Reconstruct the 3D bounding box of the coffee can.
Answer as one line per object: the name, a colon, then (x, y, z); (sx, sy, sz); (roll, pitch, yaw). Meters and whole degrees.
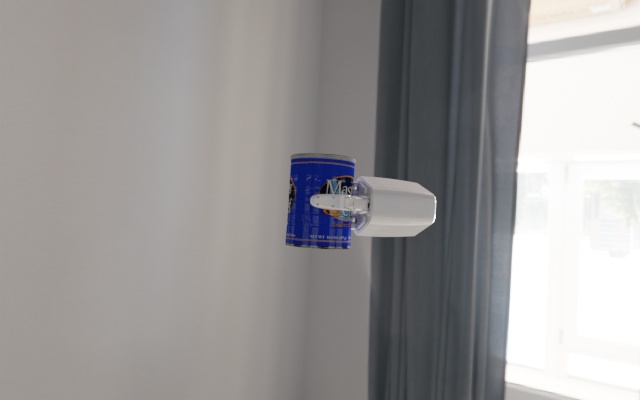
coffee can: (0.000, 0.002, 0.749); (0.103, 0.140, 0.103); (3, -2, 0)
